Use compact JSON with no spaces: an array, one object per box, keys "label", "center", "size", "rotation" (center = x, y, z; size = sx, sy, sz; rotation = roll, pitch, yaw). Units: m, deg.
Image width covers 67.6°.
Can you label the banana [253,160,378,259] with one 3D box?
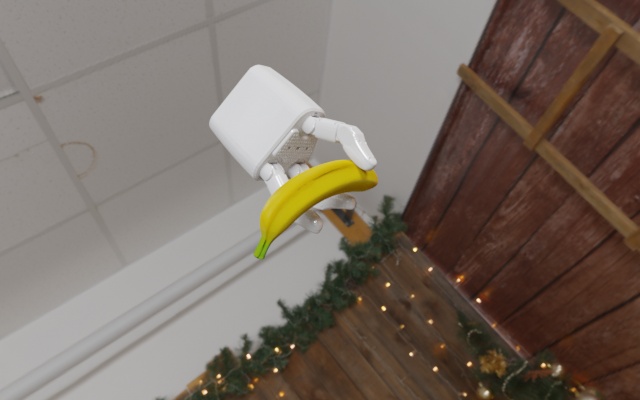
[{"label":"banana","center":[0.001,-0.010,0.525],"size":[0.197,0.070,0.037],"rotation":[-29,60,-36]}]
